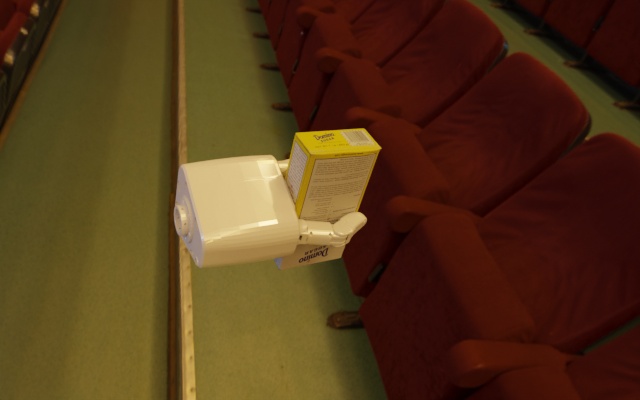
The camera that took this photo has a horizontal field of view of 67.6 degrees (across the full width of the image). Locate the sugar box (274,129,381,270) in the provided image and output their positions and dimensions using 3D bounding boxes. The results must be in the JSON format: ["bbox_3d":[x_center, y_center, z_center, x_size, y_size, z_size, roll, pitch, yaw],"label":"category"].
[{"bbox_3d":[0.000,0.001,0.564,0.093,0.176,0.048,-7,46,-29],"label":"sugar box"}]
